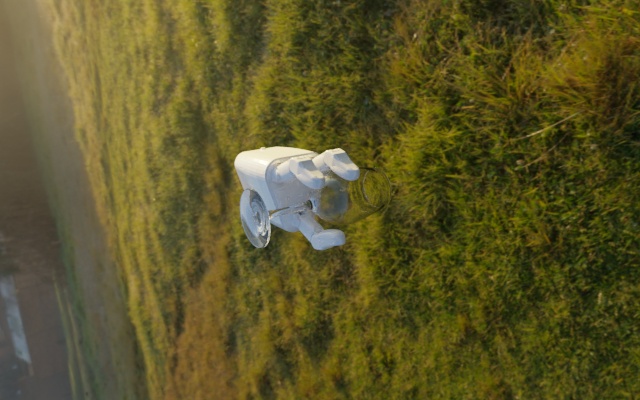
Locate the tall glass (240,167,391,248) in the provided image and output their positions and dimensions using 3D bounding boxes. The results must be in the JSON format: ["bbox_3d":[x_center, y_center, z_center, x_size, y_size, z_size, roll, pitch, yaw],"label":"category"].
[{"bbox_3d":[0.000,0.002,0.630,0.201,0.079,0.079,-13,7,-33],"label":"tall glass"}]
